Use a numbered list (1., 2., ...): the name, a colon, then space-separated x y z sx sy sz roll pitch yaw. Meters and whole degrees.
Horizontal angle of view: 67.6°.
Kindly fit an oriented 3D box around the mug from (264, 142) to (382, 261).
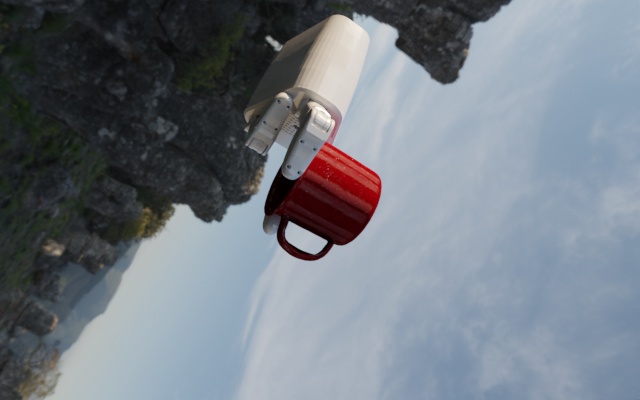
1. mug: 0.000 0.003 0.451 0.081 0.117 0.093 29 -24 -17
